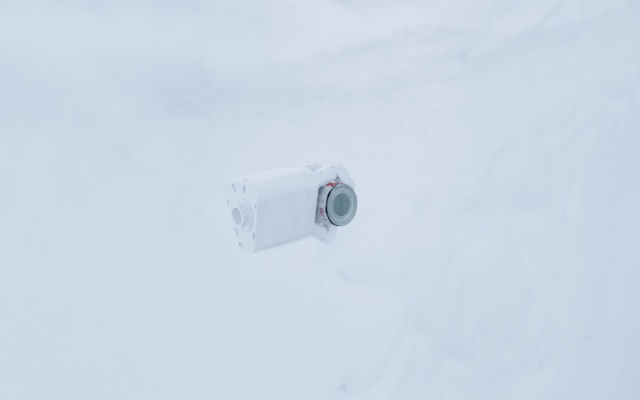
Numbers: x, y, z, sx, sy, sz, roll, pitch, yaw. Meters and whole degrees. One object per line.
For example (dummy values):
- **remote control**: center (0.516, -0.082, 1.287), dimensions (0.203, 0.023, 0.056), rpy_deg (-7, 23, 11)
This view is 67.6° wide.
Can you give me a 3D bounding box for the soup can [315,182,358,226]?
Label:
- **soup can**: center (0.001, 0.003, 0.758), dimensions (0.068, 0.068, 0.102), rpy_deg (0, 5, -42)
